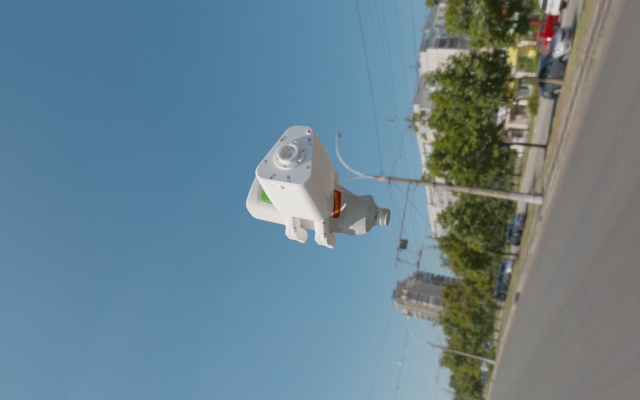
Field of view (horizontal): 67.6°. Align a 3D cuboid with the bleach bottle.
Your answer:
[{"bbox_3d":[0.000,0.003,0.836,0.251,0.102,0.068,9,-27,23],"label":"bleach bottle"}]
